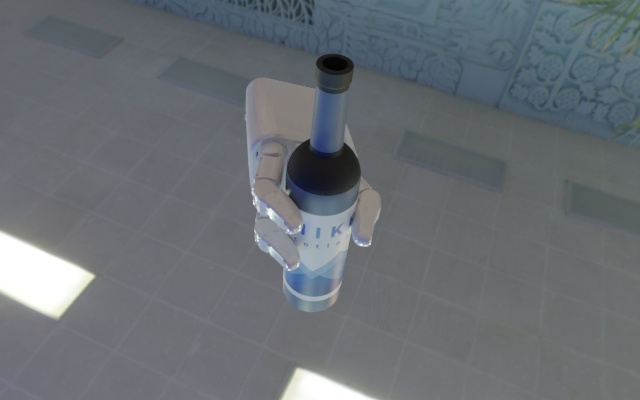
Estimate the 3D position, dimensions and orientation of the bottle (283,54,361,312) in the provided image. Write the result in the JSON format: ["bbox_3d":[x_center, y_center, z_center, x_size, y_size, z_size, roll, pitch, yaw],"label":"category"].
[{"bbox_3d":[0.000,0.002,0.448,0.069,0.069,0.296,0,-42,-5],"label":"bottle"}]
